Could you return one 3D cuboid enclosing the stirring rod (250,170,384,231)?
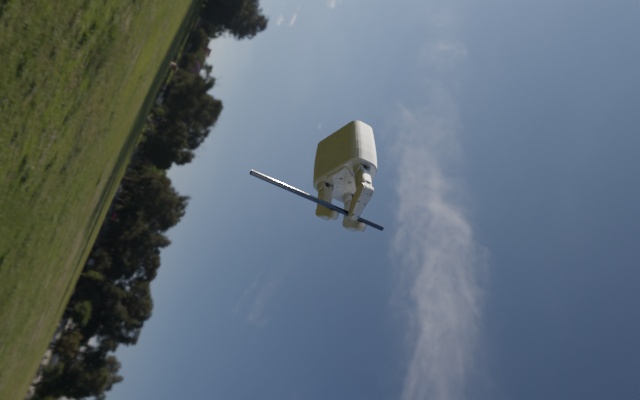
[{"bbox_3d":[0.000,0.002,0.744,0.239,0.011,0.011,23,-9,-22],"label":"stirring rod"}]
